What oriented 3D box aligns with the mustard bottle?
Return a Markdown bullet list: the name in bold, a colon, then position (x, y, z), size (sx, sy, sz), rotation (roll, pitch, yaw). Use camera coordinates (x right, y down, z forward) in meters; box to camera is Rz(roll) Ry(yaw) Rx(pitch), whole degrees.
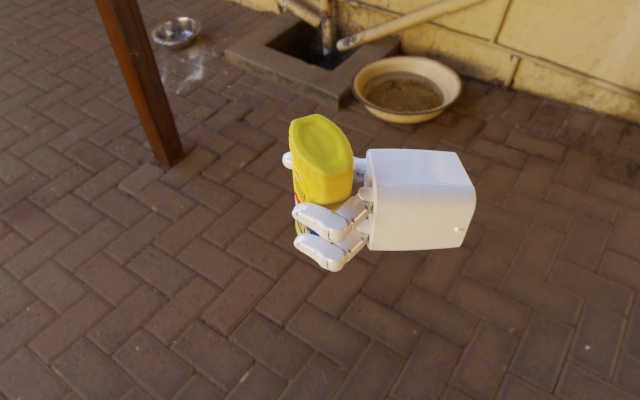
- **mustard bottle**: position (0.000, 0.002, 0.553), size (0.058, 0.096, 0.192), rotation (-19, -38, -15)
